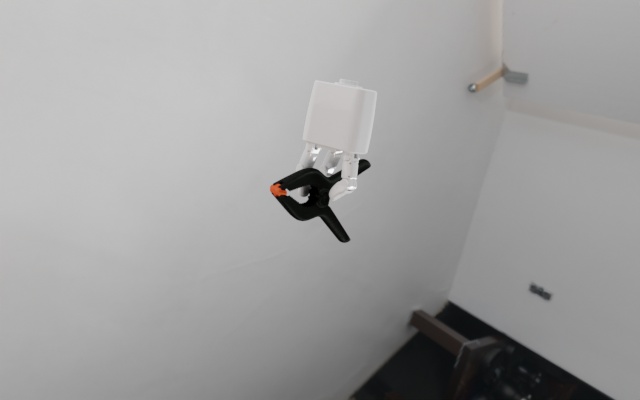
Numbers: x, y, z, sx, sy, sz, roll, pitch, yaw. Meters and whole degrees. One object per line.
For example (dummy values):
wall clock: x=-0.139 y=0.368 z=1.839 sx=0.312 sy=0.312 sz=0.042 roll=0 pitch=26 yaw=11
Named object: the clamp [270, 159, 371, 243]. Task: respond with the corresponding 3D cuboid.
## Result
clamp: x=0.000 y=0.003 z=0.855 sx=0.210 sy=0.164 sz=0.036 roll=-1 pitch=15 yaw=-40
